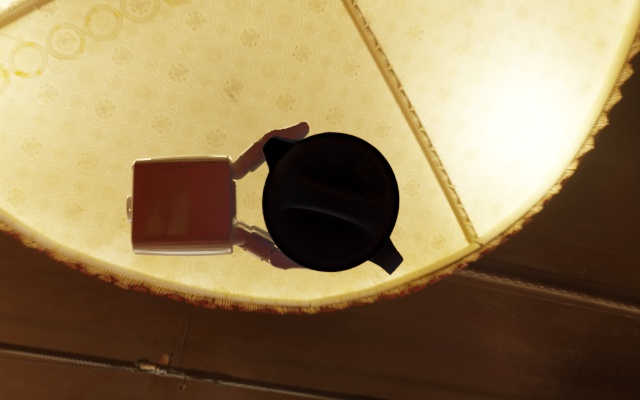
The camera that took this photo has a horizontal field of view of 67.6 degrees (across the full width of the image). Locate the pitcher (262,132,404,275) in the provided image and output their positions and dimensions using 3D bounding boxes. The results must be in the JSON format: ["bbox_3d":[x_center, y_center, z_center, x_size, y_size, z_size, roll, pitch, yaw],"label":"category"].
[{"bbox_3d":[0.000,0.002,0.562,0.145,0.149,0.243,-3,5,-9],"label":"pitcher"}]
